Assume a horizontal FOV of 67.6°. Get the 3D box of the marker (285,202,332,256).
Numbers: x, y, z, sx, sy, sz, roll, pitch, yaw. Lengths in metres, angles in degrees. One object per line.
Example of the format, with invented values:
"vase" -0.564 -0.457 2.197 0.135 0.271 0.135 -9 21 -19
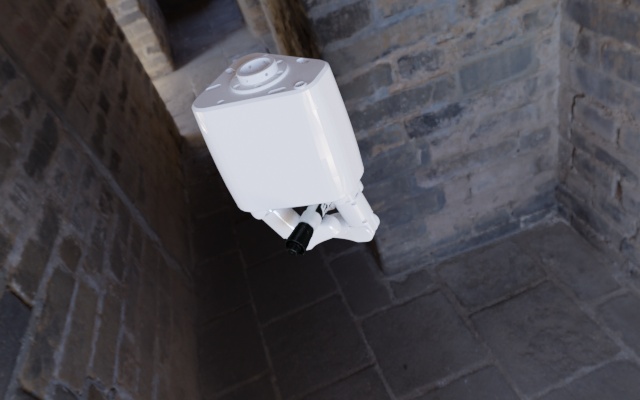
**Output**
"marker" 0.000 0.001 0.424 0.020 0.020 0.121 0 43 32
